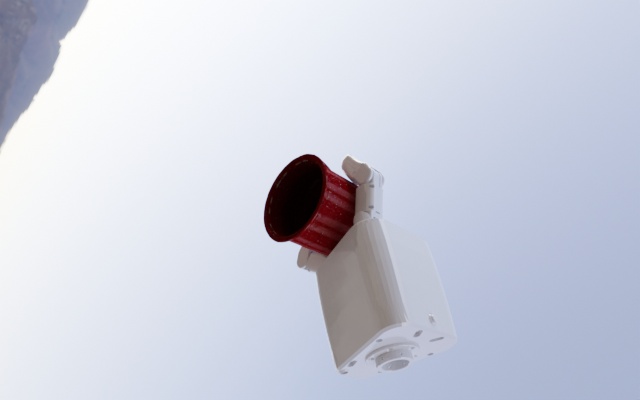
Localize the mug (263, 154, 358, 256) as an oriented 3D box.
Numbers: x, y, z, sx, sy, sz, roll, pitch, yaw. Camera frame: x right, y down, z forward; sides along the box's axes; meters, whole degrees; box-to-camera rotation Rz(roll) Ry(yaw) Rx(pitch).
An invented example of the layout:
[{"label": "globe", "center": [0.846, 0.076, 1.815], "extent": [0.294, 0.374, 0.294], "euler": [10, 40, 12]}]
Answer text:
[{"label": "mug", "center": [0.000, 0.001, 0.499], "extent": [0.081, 0.117, 0.093], "euler": [27, -51, -37]}]
